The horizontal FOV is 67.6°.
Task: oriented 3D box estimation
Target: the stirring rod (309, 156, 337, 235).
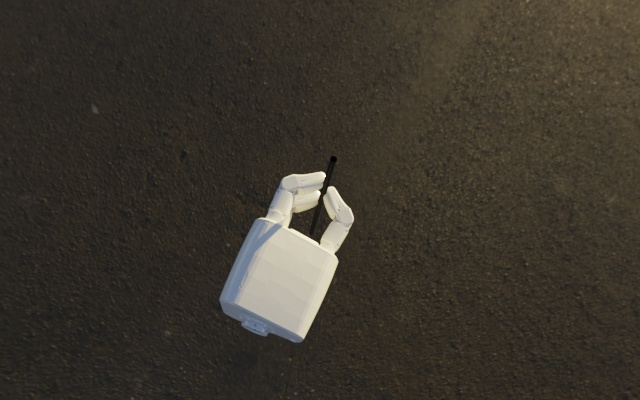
[{"bbox_3d":[0.000,0.002,0.644,0.011,0.011,0.240,0,-24,-8],"label":"stirring rod"}]
